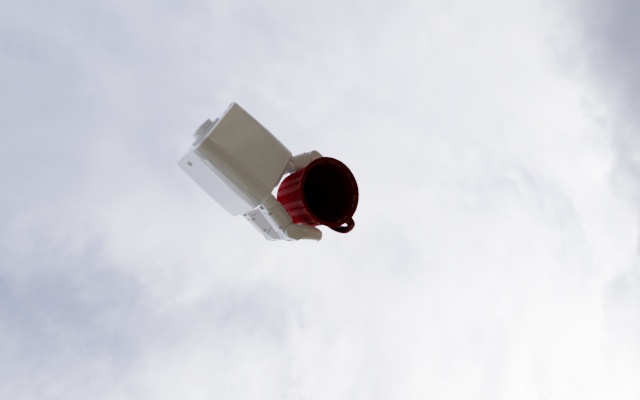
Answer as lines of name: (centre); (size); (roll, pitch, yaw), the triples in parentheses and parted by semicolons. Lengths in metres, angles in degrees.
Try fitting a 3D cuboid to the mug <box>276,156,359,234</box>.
mug: (0.001, 0.003, 0.657); (0.117, 0.093, 0.081); (45, -29, -19)
